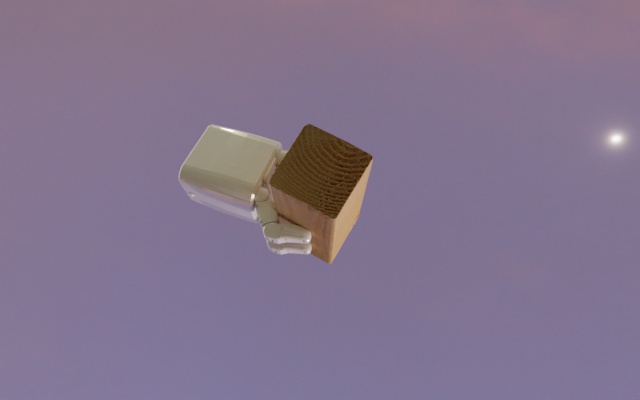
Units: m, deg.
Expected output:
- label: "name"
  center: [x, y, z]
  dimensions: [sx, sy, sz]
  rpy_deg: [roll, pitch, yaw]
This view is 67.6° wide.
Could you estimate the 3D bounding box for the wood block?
- label: "wood block"
  center: [0.000, 0.002, 0.626]
  dimensions: [0.090, 0.090, 0.206]
  rpy_deg: [28, -18, 10]
